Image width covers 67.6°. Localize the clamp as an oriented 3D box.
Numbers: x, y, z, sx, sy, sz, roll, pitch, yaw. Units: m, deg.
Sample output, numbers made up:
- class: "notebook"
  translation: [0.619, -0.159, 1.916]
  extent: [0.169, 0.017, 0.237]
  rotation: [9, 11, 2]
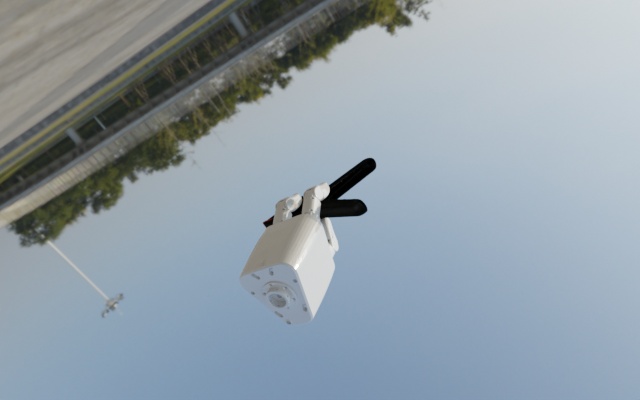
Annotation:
- class: "clamp"
  translation: [0.000, 0.004, 0.781]
  extent: [0.210, 0.036, 0.164]
  rotation: [-22, 21, 30]
